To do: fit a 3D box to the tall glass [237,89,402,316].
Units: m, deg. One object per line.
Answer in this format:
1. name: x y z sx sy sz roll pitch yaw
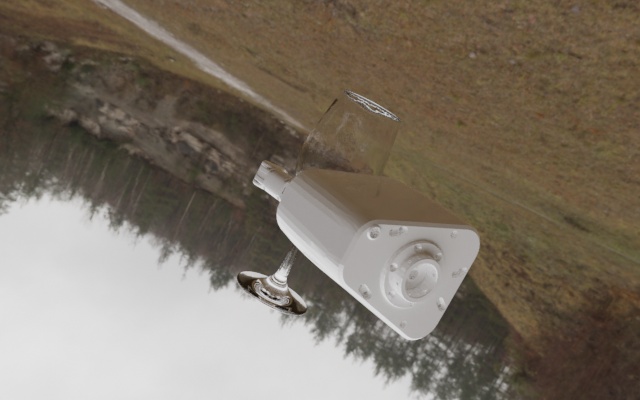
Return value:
1. tall glass: 0.000 0.002 0.444 0.079 0.201 0.079 27 6 -3
